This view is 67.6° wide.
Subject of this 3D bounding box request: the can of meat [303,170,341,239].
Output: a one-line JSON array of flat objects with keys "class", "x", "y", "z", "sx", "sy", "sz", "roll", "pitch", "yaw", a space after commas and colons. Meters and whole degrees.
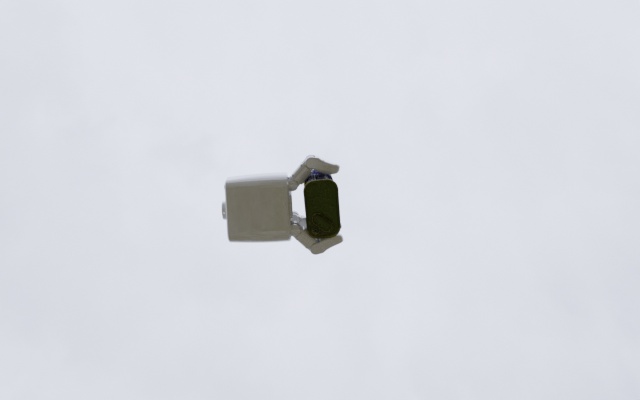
[{"class": "can of meat", "x": 0.000, "y": 0.002, "z": 0.818, "sx": 0.057, "sy": 0.102, "sz": 0.084, "roll": -6, "pitch": 18, "yaw": -3}]
